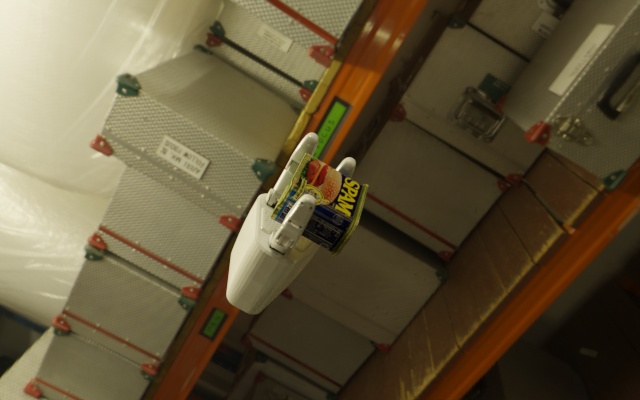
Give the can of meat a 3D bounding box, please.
[{"bbox_3d":[0.000,0.002,0.541,0.084,0.057,0.102,29,36,-5],"label":"can of meat"}]
